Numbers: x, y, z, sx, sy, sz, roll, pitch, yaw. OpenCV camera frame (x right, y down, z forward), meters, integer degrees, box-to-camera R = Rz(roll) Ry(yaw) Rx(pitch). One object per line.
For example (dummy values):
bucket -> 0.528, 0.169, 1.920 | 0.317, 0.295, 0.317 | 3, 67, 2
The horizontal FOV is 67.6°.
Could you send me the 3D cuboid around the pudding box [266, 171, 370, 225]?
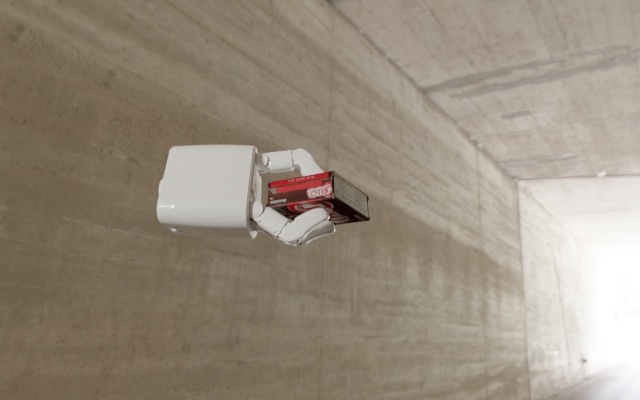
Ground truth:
pudding box -> 0.000, 0.002, 0.594 | 0.090, 0.039, 0.113 | -8, -17, 26
